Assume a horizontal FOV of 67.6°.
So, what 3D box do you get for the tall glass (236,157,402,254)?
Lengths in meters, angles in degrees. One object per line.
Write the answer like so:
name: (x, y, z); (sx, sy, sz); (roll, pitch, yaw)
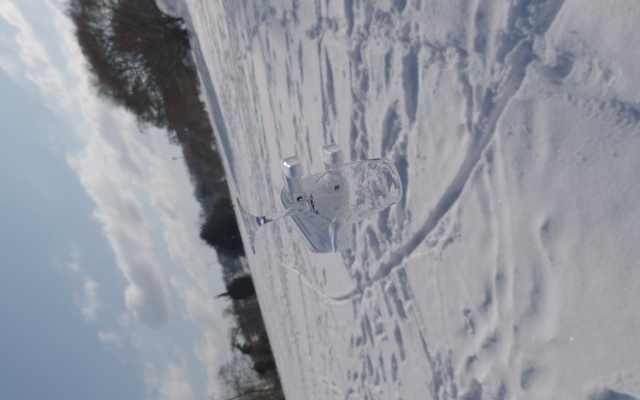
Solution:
tall glass: (-0.001, 0.002, 0.608); (0.201, 0.079, 0.079); (-18, 3, -9)
